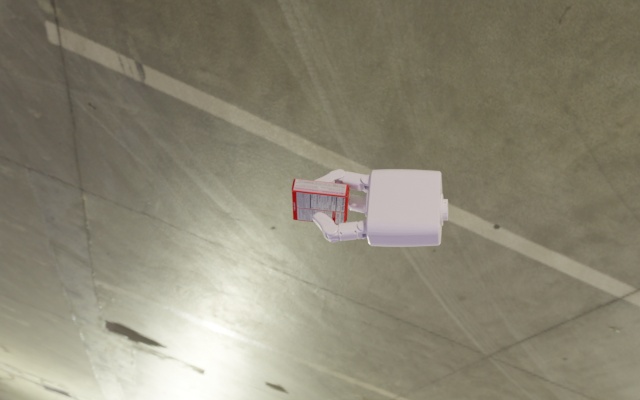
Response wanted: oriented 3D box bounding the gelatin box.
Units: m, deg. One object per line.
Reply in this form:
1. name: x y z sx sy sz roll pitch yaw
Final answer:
1. gelatin box: 0.000 0.003 0.759 0.089 0.030 0.073 5 -40 4
